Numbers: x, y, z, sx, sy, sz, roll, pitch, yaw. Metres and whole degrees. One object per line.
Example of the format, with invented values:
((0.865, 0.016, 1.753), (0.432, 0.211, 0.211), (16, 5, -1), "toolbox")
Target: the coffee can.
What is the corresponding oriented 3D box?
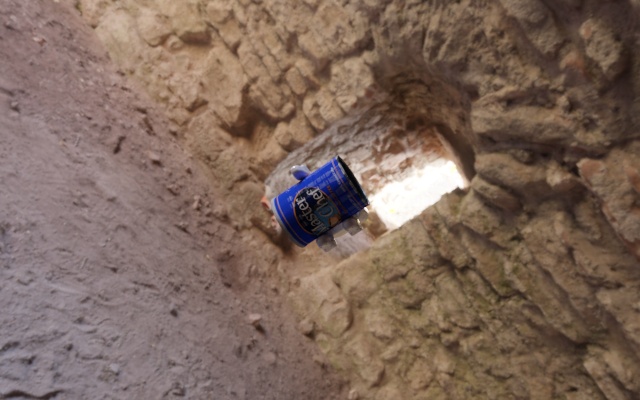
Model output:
((0.000, 0.003, 0.829), (0.140, 0.103, 0.103), (-33, -7, 11), "coffee can")
